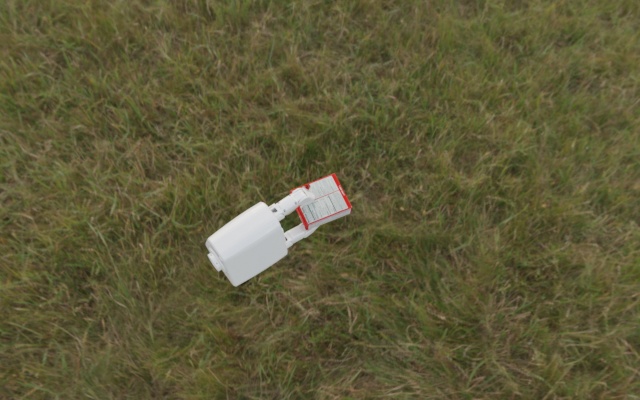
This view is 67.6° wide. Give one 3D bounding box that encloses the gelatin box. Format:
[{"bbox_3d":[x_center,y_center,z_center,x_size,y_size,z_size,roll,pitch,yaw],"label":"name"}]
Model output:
[{"bbox_3d":[0.000,0.002,0.837,0.089,0.073,0.030,-22,-22,-11],"label":"gelatin box"}]
